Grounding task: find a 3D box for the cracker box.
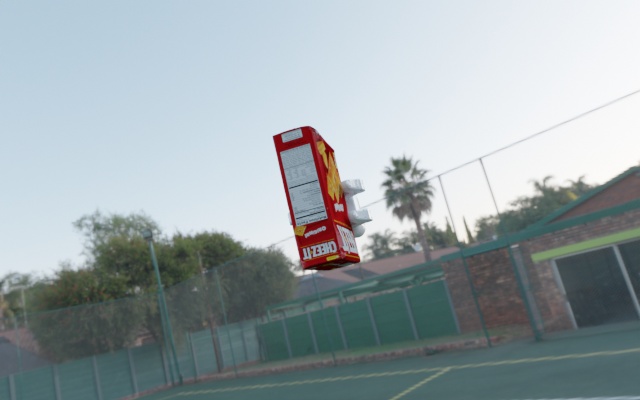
[{"bbox_3d":[0.000,0.002,0.781,0.072,0.213,0.164,-16,-12,12],"label":"cracker box"}]
